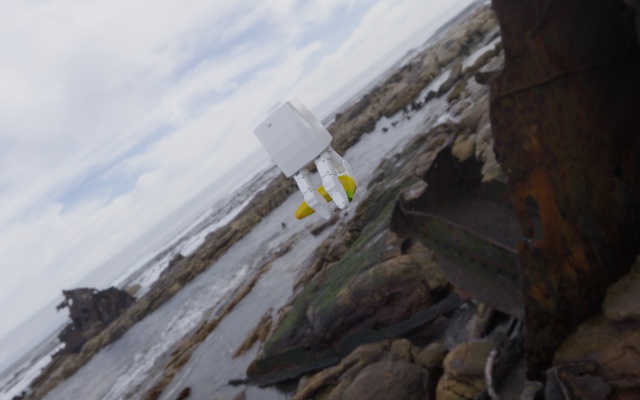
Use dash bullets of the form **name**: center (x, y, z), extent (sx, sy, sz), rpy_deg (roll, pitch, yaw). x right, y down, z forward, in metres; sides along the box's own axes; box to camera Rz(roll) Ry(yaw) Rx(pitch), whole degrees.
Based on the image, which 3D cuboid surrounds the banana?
- **banana**: center (0.013, -0.010, 0.898), extent (0.069, 0.037, 0.198), rpy_deg (-48, 12, -30)
